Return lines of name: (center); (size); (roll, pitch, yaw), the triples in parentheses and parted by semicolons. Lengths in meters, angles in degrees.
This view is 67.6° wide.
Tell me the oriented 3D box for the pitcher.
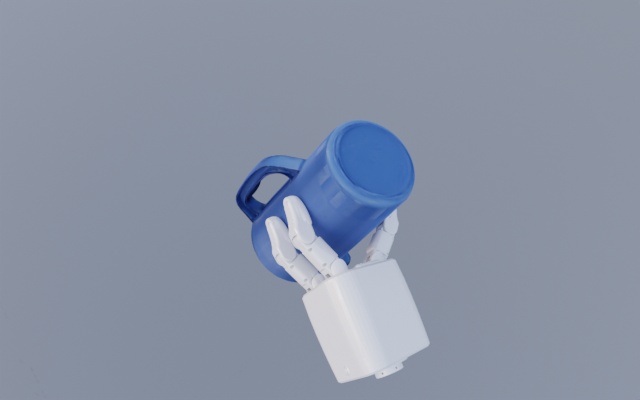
pitcher: (0.000, 0.002, 0.597); (0.149, 0.145, 0.243); (-10, -20, -30)
